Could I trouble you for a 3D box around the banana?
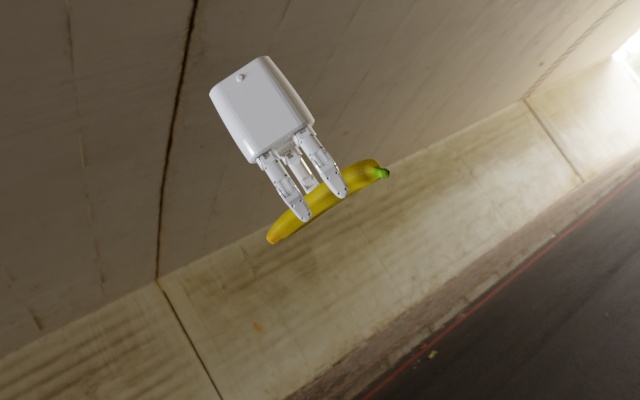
[{"bbox_3d":[0.009,-0.005,0.639,0.198,0.037,0.069,-33,4,25],"label":"banana"}]
